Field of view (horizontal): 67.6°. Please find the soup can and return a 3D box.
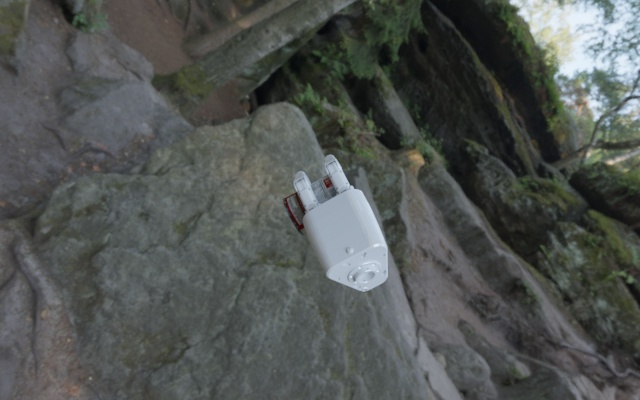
[{"bbox_3d":[0.000,0.002,0.769,0.102,0.068,0.068,-29,-4,7],"label":"soup can"}]
